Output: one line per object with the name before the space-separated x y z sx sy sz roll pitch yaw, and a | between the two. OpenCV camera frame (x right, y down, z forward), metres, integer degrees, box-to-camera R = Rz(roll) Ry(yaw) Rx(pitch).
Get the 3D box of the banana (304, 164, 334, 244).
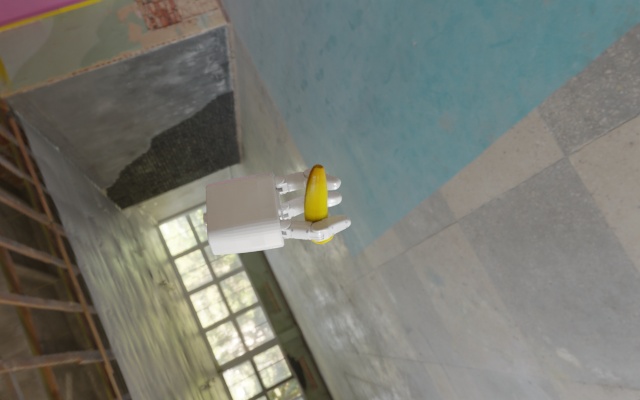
banana | -0.002 0.021 0.731 0.037 0.069 0.198 6 -25 10
